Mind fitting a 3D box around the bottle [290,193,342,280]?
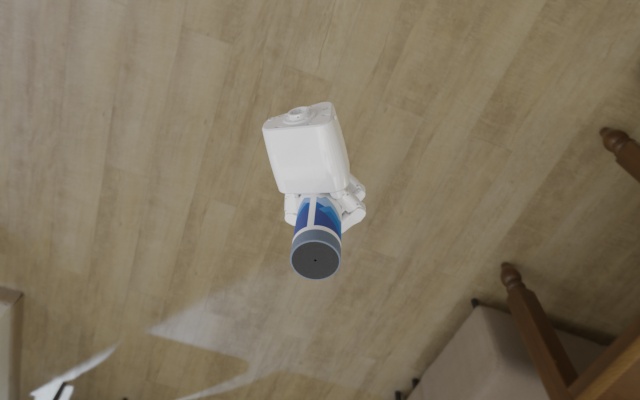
[{"bbox_3d":[0.000,0.003,0.744,0.069,0.069,0.295,0,31,3],"label":"bottle"}]
